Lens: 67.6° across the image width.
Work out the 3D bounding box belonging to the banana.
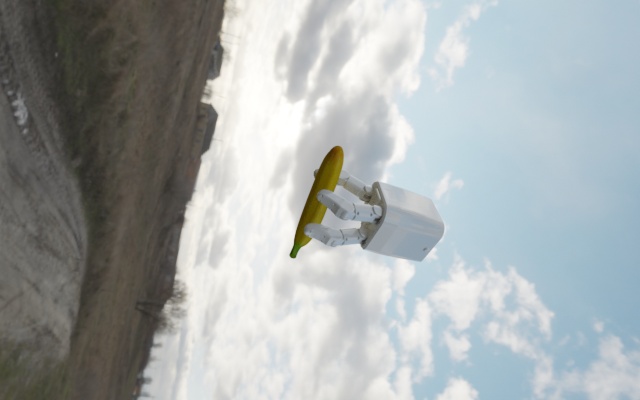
[{"bbox_3d":[-0.001,-0.001,0.762,0.037,0.198,0.069,19,19,-7],"label":"banana"}]
